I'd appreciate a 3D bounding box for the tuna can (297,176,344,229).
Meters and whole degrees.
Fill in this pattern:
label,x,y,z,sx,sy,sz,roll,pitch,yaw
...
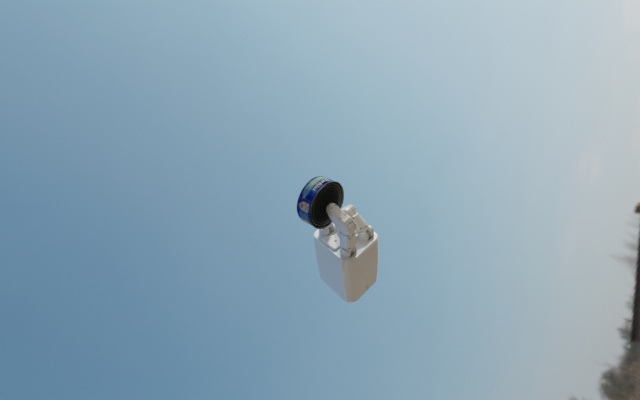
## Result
label,x,y,z,sx,sy,sz,roll,pitch,yaw
tuna can,0.000,0.002,0.808,0.033,0.086,0.086,26,15,35
